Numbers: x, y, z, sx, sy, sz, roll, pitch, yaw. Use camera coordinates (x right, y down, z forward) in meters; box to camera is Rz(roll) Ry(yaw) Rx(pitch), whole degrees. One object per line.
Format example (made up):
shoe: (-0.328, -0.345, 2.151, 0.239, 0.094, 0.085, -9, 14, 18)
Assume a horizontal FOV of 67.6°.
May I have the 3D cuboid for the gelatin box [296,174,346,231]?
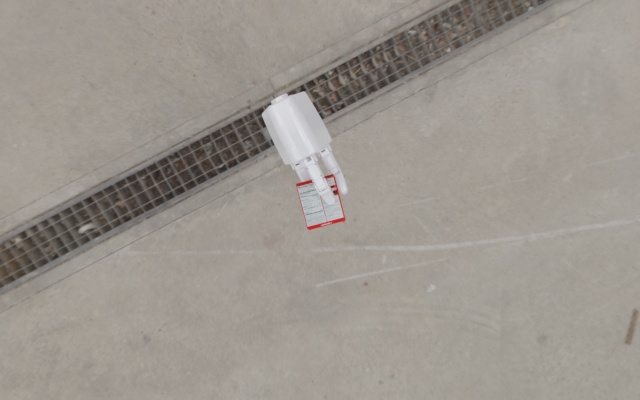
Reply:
gelatin box: (0.000, 0.003, 0.877, 0.073, 0.089, 0.030, -15, 7, -2)
